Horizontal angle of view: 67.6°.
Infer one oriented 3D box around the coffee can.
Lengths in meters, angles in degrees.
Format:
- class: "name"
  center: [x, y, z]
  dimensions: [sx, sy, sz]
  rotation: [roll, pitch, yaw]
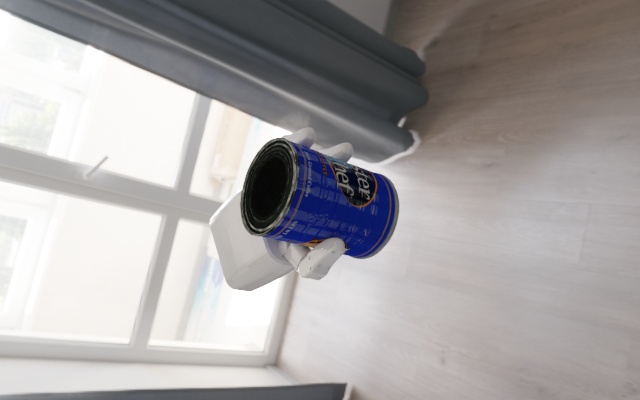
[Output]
- class: "coffee can"
  center: [0.000, 0.002, 0.515]
  dimensions: [0.140, 0.103, 0.103]
  rotation: [17, -10, -36]
